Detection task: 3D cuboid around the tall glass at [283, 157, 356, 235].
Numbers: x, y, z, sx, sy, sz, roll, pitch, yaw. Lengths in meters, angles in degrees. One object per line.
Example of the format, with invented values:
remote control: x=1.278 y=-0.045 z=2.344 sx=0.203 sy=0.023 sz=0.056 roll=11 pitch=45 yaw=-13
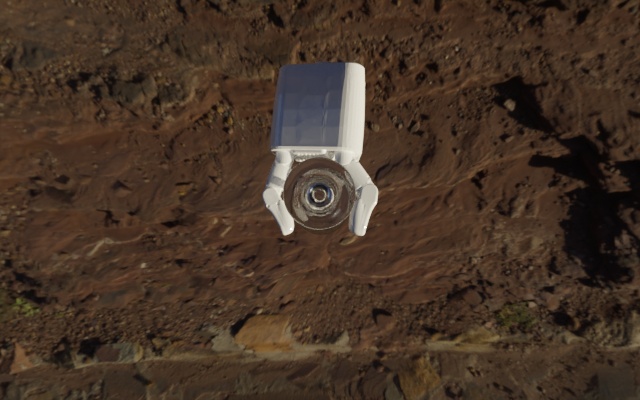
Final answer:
tall glass: x=0.000 y=0.002 z=0.581 sx=0.079 sy=0.079 sz=0.201 roll=0 pitch=-6 yaw=1
